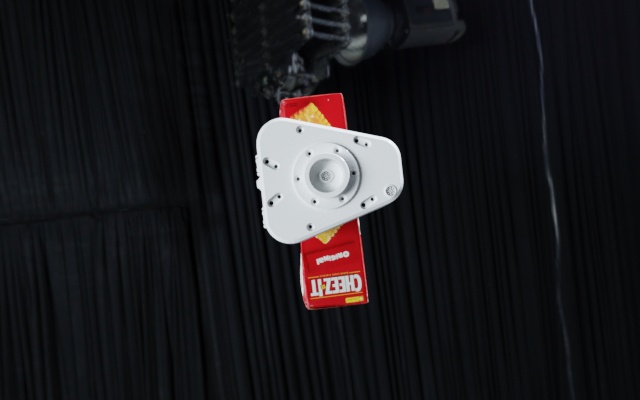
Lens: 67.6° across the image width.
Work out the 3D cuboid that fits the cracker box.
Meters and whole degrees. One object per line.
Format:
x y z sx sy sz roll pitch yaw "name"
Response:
0.000 0.002 0.554 0.072 0.213 0.164 -6 0 -2 "cracker box"
